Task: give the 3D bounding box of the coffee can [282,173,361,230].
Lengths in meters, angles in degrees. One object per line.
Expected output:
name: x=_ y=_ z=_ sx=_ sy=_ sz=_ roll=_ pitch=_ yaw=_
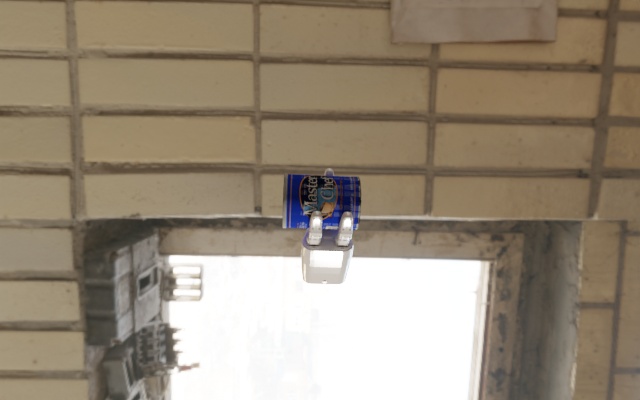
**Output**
coffee can: x=0.000 y=0.003 z=0.899 sx=0.140 sy=0.103 sz=0.103 roll=2 pitch=0 yaw=-3
